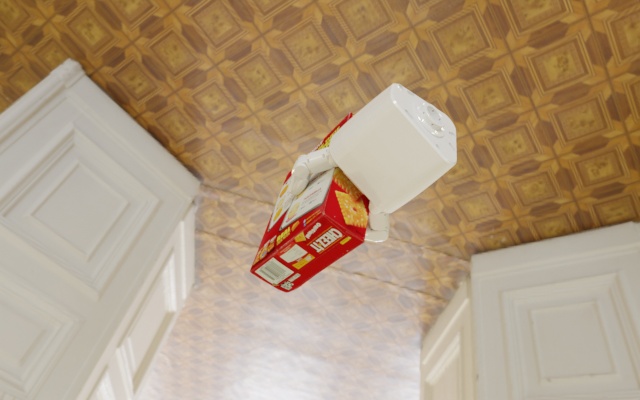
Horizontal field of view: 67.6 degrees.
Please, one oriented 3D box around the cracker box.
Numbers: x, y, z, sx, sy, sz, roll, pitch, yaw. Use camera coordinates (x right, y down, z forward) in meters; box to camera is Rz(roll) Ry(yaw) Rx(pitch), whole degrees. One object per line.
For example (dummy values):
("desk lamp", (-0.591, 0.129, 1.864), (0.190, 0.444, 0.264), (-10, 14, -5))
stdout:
("cracker box", (0.000, 0.002, 0.660), (0.072, 0.213, 0.164), (36, -50, -17))
